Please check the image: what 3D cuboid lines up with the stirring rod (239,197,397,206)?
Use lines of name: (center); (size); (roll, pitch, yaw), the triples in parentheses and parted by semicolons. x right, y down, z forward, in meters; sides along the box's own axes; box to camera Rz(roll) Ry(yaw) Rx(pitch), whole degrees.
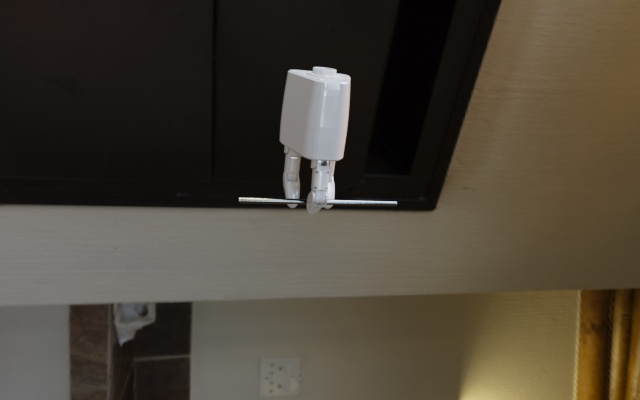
stirring rod: (0.000, 0.002, 0.712); (0.239, 0.011, 0.011); (1, 0, -14)
